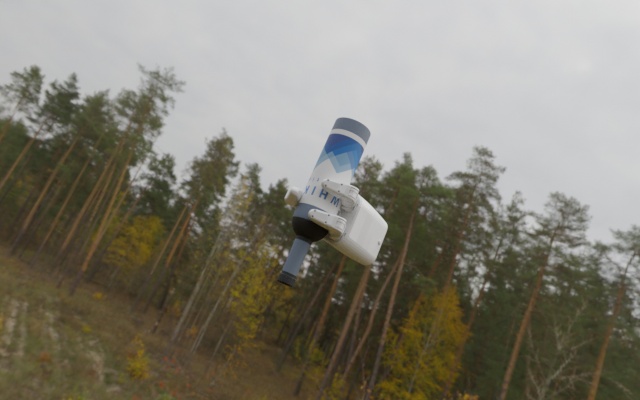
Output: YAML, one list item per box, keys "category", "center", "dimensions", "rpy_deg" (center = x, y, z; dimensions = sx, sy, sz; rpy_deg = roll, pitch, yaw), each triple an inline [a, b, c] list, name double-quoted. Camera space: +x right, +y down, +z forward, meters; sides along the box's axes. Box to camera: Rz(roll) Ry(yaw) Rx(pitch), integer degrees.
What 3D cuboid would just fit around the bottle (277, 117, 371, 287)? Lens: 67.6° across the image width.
- category: "bottle"
  center: [0.000, 0.002, 0.797]
  dimensions: [0.069, 0.295, 0.069]
  rpy_deg: [22, -15, 6]
